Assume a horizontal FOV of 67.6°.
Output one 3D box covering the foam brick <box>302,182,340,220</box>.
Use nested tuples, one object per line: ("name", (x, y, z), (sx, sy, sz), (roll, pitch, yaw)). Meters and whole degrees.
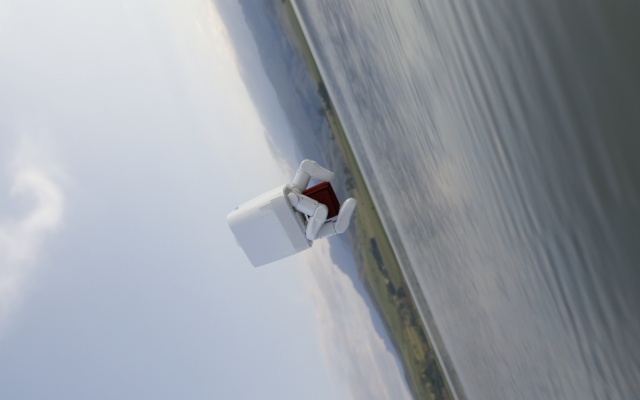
("foam brick", (0.000, 0.003, 0.817), (0.051, 0.053, 0.078), (-23, 8, 7))
